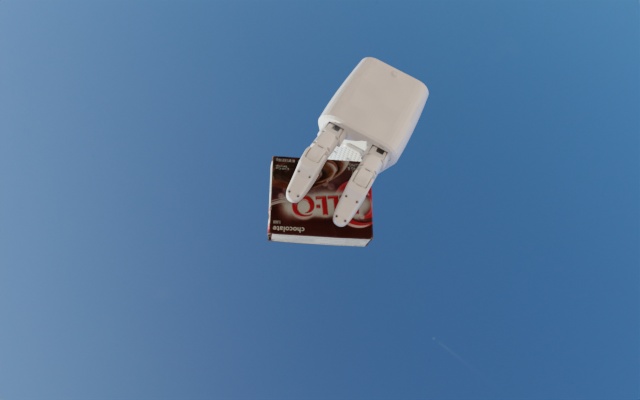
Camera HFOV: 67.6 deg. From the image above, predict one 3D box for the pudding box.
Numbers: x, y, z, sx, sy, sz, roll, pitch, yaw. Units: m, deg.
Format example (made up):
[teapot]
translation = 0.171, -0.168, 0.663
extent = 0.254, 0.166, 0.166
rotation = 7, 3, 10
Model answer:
[pudding box]
translation = 0.000, 0.002, 0.524
extent = 0.113, 0.090, 0.039
rotation = 2, -22, -5
